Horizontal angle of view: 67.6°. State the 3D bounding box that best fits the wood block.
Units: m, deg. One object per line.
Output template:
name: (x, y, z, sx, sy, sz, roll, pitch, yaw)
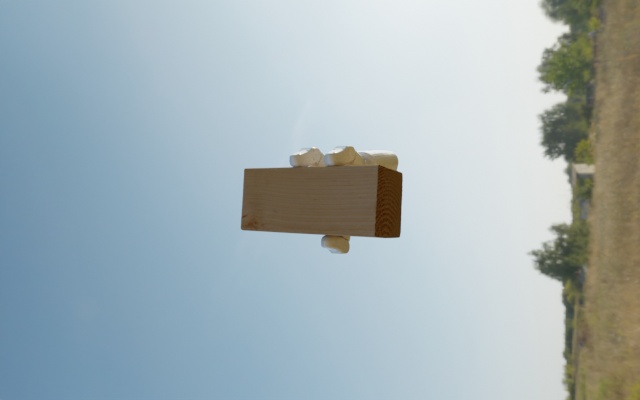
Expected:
wood block: (0.000, 0.002, 0.662, 0.206, 0.091, 0.090, 0, -4, 30)
